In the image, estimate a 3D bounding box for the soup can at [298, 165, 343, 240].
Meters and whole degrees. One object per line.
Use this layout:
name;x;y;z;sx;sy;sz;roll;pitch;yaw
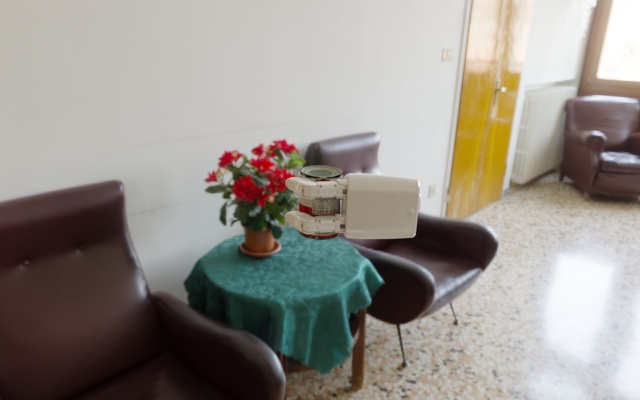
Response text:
soup can;0.000;0.002;0.748;0.068;0.102;0.068;2;19;-1
